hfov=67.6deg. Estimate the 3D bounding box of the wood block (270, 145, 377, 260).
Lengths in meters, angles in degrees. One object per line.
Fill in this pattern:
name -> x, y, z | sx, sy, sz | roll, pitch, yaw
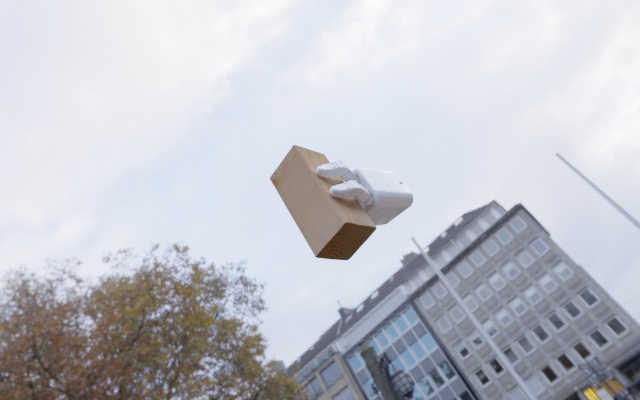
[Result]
wood block -> 0.000, 0.003, 0.886 | 0.090, 0.091, 0.206 | 12, 35, -45
